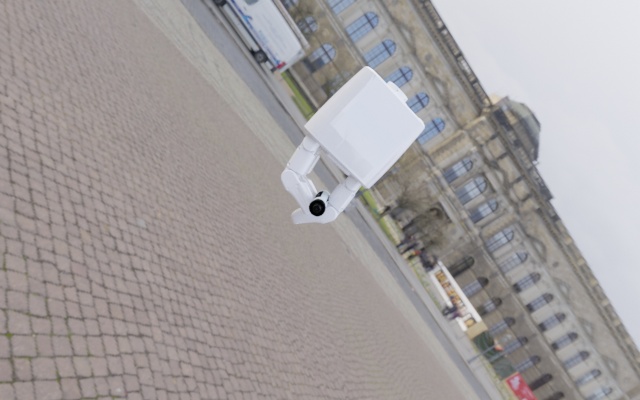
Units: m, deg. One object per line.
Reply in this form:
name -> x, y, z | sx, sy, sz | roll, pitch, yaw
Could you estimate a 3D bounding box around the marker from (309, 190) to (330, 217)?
marker -> 0.000, 0.002, 0.578 | 0.020, 0.020, 0.121 | 0, 7, 4
